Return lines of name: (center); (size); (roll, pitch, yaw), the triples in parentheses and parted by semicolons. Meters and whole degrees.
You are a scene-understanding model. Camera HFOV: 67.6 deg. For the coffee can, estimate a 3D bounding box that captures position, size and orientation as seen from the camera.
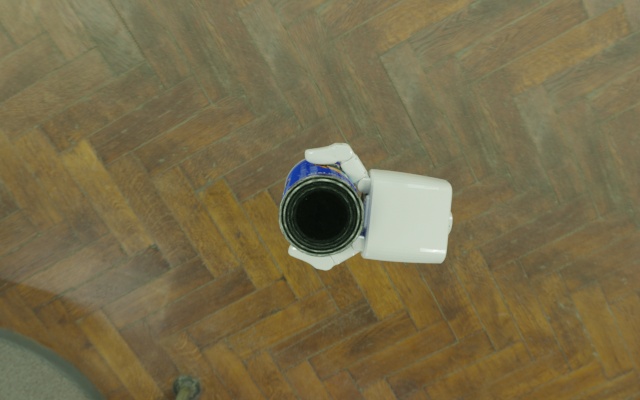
coffee can: (0.000, 0.002, 0.632); (0.103, 0.103, 0.140); (0, 15, -1)
